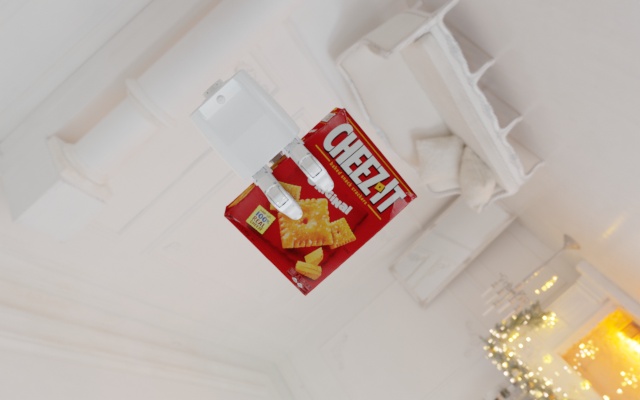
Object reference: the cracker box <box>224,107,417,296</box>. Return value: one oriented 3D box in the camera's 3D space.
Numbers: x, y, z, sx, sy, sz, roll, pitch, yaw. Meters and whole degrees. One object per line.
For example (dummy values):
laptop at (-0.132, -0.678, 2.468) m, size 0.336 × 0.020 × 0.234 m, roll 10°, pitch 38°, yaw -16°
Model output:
cracker box at (0.000, 0.002, 0.664) m, size 0.214 × 0.164 × 0.072 m, roll -42°, pitch 14°, yaw 2°
